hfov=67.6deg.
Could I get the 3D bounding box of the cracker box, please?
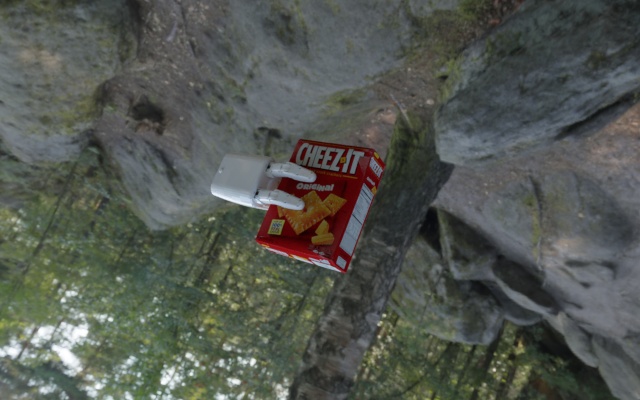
[{"bbox_3d":[0.000,0.003,0.850,0.164,0.213,0.072,12,-18,31],"label":"cracker box"}]
